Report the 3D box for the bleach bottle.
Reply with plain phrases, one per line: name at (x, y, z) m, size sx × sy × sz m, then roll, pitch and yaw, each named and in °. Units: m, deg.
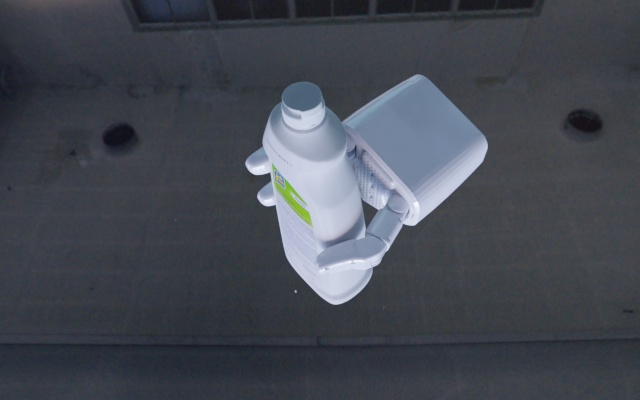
bleach bottle at (0.000, 0.001, 0.430) m, size 0.102 × 0.068 × 0.251 m, roll 41°, pitch -22°, yaw 25°
